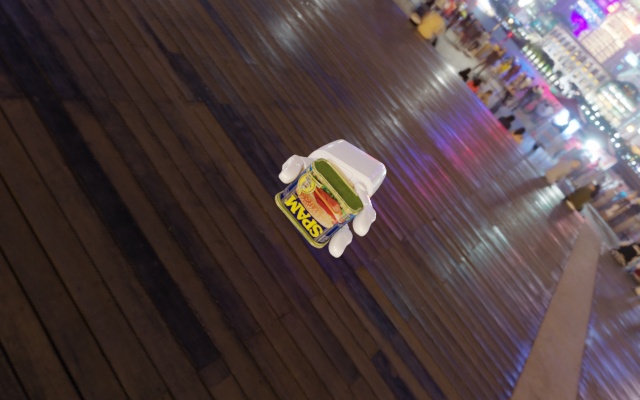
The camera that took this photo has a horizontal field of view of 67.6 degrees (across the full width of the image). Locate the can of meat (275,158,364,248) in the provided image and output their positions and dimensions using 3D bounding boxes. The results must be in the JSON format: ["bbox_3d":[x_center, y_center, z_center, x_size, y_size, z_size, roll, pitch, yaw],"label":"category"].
[{"bbox_3d":[0.000,0.002,0.686,0.084,0.102,0.057,-43,-4,28],"label":"can of meat"}]
